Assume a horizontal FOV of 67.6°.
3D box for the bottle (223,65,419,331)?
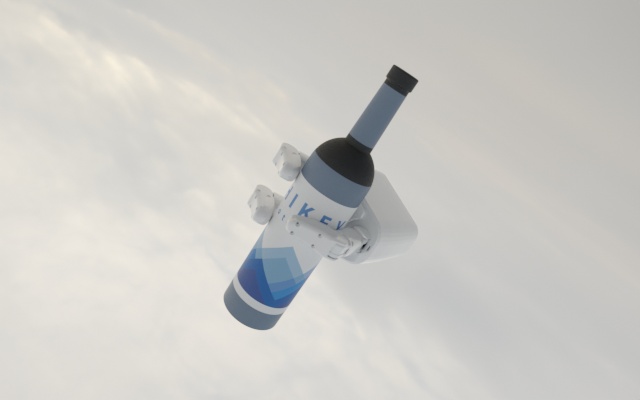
[{"bbox_3d":[0.000,0.002,0.474,0.069,0.296,0.069,29,20,-12],"label":"bottle"}]
